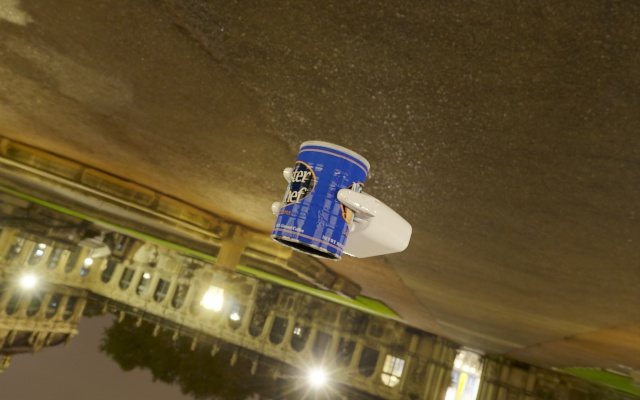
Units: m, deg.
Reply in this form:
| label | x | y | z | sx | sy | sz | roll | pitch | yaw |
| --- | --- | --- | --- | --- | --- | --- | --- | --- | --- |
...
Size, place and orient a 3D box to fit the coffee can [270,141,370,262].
| label | x | y | z | sx | sy | sz | roll | pitch | yaw |
| --- | --- | --- | --- | --- | --- | --- | --- | --- | --- |
| coffee can | 0.000 | 0.002 | 0.664 | 0.103 | 0.140 | 0.103 | 17 | -12 | 4 |
